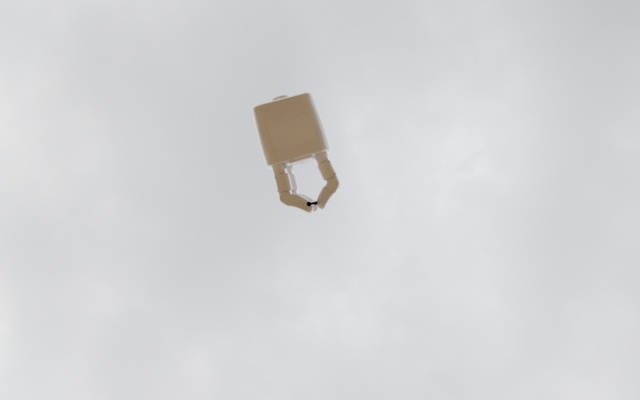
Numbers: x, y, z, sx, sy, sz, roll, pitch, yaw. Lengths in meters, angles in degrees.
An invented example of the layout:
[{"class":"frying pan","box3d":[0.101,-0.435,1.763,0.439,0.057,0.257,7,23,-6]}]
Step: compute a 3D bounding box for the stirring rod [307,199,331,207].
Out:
[{"class":"stirring rod","box3d":[0.000,0.003,0.876,0.011,0.011,0.239,0,1,9]}]
